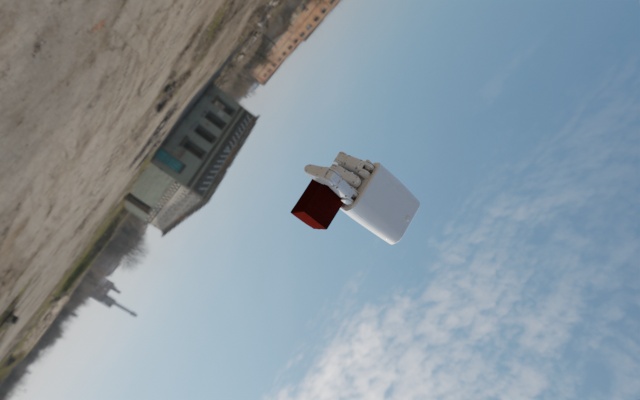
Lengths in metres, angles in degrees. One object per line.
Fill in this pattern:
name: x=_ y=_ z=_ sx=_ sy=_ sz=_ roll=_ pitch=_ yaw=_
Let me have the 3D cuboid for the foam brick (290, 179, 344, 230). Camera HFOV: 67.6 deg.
foam brick: x=0.000 y=0.003 z=0.773 sx=0.051 sy=0.078 sz=0.053 roll=40 pitch=-18 yaw=-21
